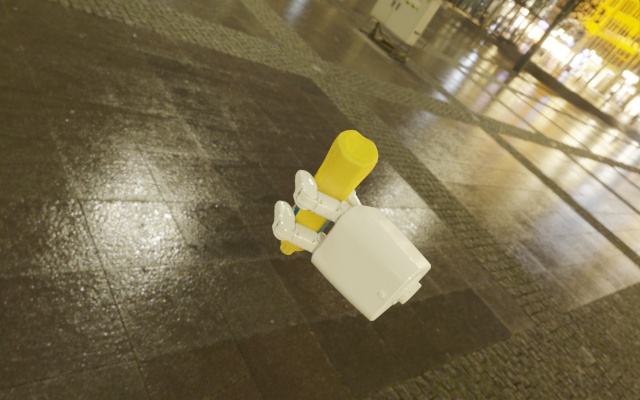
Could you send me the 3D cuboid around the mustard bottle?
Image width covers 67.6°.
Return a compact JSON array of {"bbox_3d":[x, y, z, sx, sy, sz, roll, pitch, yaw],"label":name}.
[{"bbox_3d":[0.000,0.002,0.628,0.058,0.192,0.096,33,28,-4],"label":"mustard bottle"}]
